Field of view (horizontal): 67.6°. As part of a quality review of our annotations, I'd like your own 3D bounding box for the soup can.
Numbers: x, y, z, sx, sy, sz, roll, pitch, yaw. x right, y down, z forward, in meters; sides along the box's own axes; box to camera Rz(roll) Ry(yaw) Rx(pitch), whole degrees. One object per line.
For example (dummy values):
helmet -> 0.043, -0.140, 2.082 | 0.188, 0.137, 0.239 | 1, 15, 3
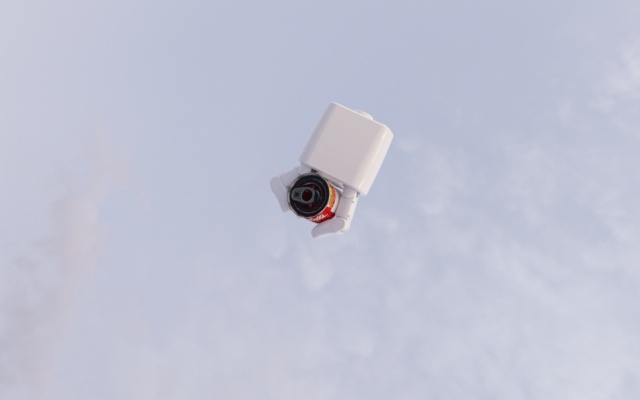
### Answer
soup can -> 0.000, 0.003, 0.740 | 0.068, 0.068, 0.102 | 0, -12, 22
